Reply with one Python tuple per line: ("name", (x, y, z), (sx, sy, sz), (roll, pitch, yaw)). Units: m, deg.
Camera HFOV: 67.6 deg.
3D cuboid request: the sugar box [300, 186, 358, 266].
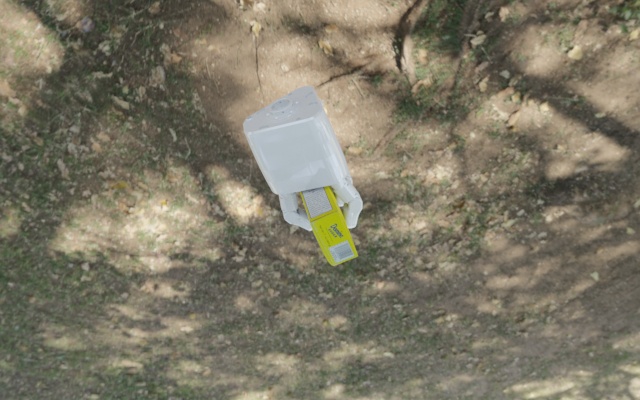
("sugar box", (0.001, 0.002, 0.695), (0.048, 0.093, 0.176), (-22, 39, 3))
